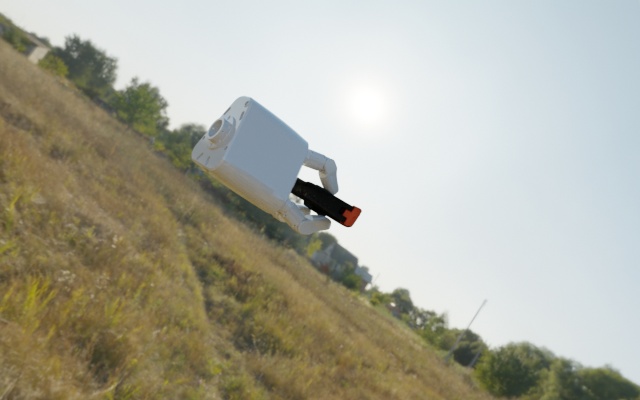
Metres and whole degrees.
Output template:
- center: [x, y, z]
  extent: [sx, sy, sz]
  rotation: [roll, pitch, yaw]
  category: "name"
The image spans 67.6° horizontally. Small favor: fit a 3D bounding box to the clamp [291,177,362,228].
- center: [0.001, 0.002, 0.705]
  extent: [0.165, 0.036, 0.210]
  rotation: [36, -5, -38]
  category: "clamp"
